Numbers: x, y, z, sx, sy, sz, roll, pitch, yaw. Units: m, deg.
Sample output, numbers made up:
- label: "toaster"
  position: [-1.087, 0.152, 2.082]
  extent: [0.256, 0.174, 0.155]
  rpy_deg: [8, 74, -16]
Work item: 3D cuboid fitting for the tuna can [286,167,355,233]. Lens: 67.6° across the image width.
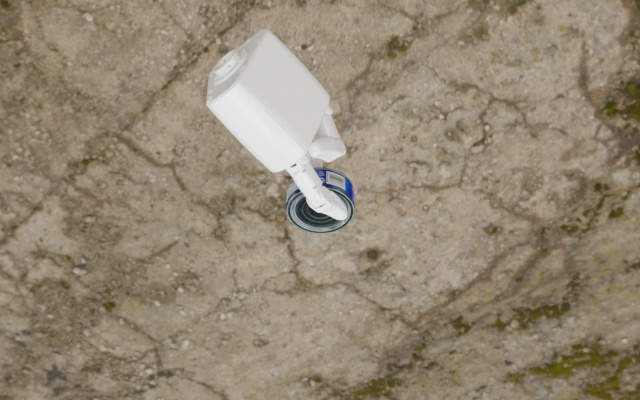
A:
- label: "tuna can"
  position: [0.000, 0.002, 0.589]
  extent: [0.086, 0.033, 0.086]
  rpy_deg: [0, -44, 0]
